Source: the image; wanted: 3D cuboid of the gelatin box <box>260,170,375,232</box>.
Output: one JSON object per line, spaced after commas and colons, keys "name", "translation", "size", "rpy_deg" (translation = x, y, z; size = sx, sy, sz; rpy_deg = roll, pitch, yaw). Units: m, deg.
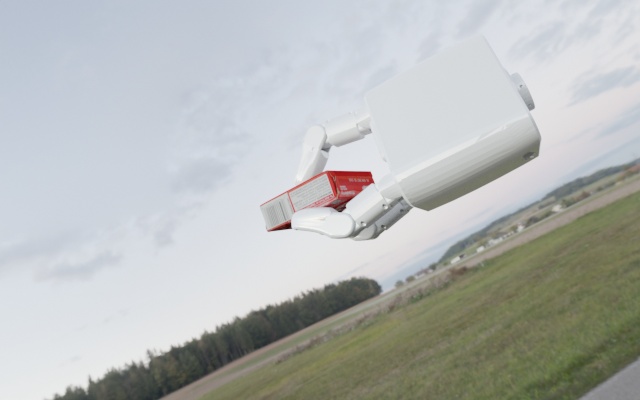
{"name": "gelatin box", "translation": [0.000, 0.001, 0.450], "size": [0.089, 0.030, 0.073], "rpy_deg": [-26, -14, 33]}
